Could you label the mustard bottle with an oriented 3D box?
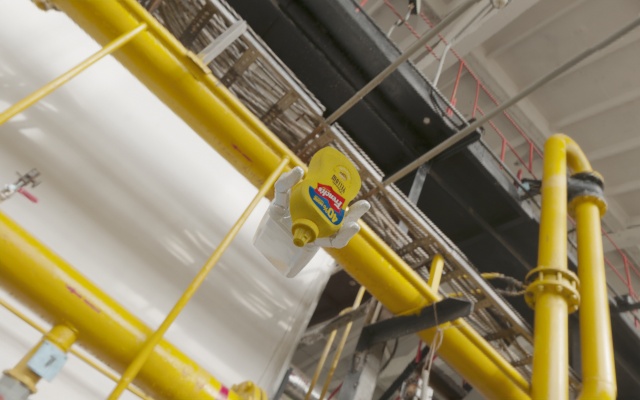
[{"bbox_3d":[0.000,0.002,0.760,0.058,0.096,0.191,-23,26,39],"label":"mustard bottle"}]
